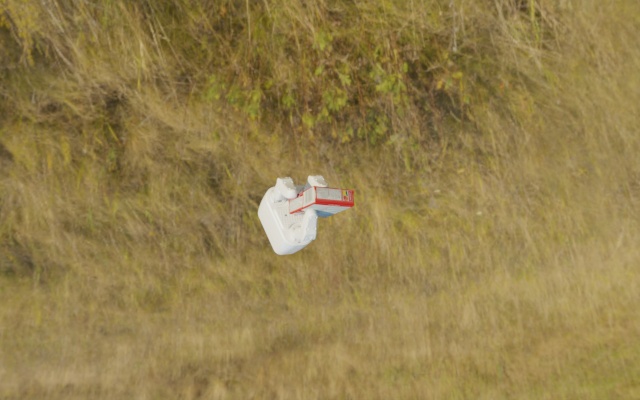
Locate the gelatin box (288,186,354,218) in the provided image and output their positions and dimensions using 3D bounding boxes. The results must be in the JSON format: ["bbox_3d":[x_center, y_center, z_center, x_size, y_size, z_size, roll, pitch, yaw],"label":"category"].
[{"bbox_3d":[0.000,0.003,0.768,0.073,0.030,0.089,5,-16,-30],"label":"gelatin box"}]
